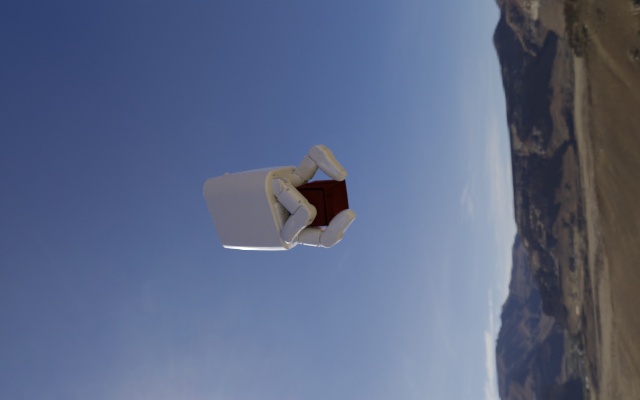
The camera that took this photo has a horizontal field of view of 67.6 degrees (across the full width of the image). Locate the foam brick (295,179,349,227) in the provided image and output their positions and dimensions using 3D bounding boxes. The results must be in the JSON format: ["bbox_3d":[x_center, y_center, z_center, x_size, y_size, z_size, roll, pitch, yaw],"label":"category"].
[{"bbox_3d":[0.000,0.002,0.652,0.051,0.053,0.078,-2,9,25],"label":"foam brick"}]
